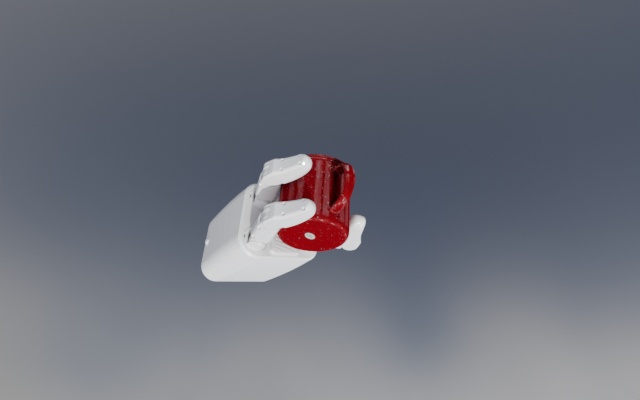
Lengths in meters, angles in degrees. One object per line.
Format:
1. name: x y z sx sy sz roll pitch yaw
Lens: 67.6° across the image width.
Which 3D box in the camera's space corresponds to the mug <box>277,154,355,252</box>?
1. mug: 0.001 0.001 0.541 0.093 0.081 0.117 24 -38 -30
